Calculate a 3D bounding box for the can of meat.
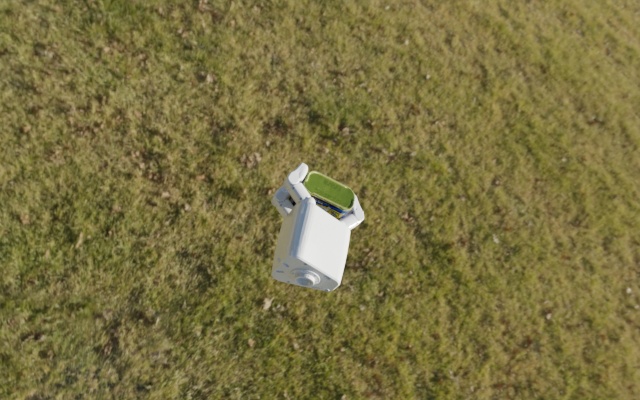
[{"bbox_3d":[0.000,0.003,0.849,0.102,0.057,0.084,26,-39,-12],"label":"can of meat"}]
